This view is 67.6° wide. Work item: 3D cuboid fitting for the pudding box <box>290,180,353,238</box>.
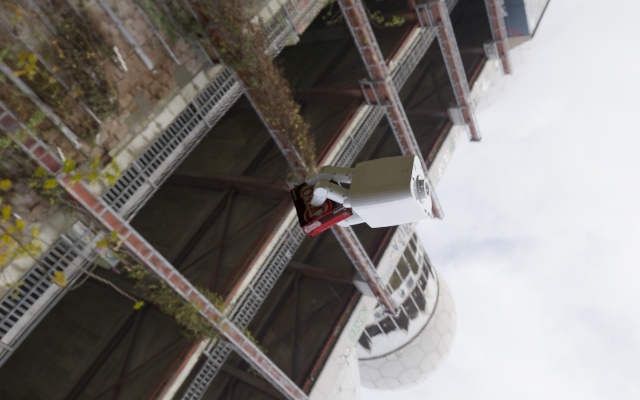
[{"bbox_3d":[0.000,0.003,0.854,0.090,0.039,0.113,-28,37,7],"label":"pudding box"}]
